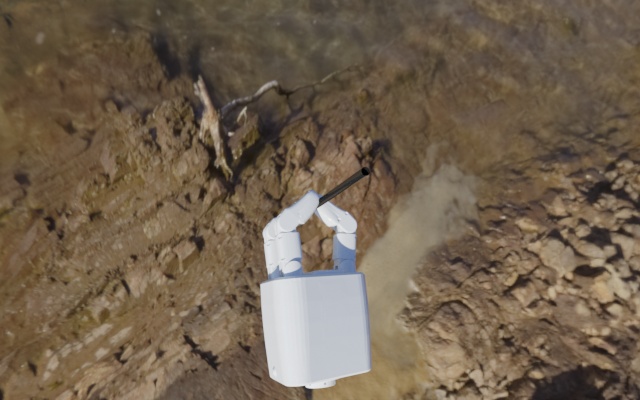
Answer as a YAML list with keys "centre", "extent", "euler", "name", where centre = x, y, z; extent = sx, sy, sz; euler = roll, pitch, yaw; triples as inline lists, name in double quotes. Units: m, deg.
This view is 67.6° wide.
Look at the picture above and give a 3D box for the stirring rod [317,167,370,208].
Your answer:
- centre: [0.000, 0.002, 0.518]
  extent: [0.011, 0.011, 0.239]
  euler: [0, -13, -19]
  name: "stirring rod"
